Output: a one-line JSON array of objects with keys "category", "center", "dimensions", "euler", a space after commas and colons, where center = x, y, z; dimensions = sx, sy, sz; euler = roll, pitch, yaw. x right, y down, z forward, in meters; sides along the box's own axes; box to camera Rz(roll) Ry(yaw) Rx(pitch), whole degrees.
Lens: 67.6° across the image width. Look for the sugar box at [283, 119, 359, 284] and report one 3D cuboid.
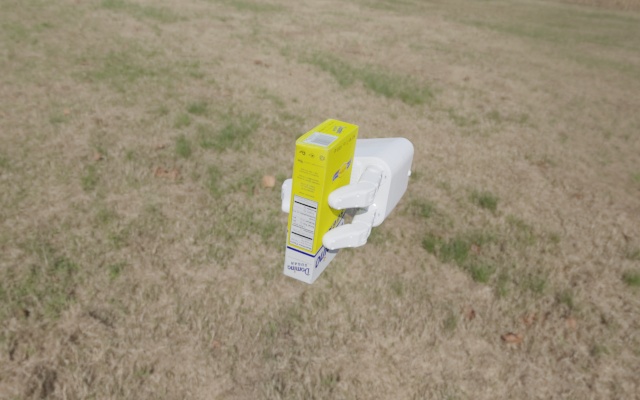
[{"category": "sugar box", "center": [0.001, 0.002, 0.567], "dimensions": [0.048, 0.176, 0.093], "euler": [16, 30, 20]}]
